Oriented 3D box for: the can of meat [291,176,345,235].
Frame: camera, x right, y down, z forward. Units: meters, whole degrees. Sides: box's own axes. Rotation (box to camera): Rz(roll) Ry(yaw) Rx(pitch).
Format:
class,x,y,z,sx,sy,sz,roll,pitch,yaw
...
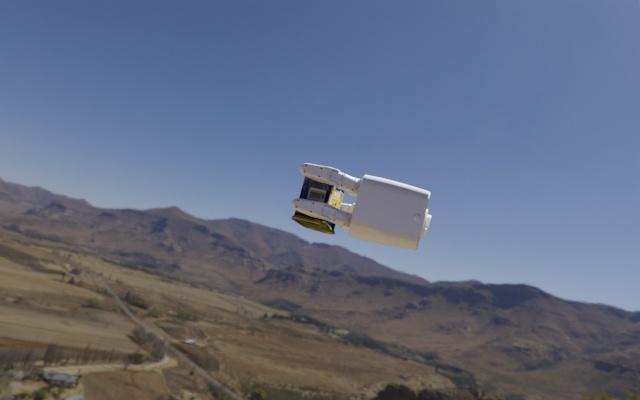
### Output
class,x,y,z,sx,sy,sz,roll,pitch,yaw
can of meat,0.000,0.002,0.765,0.057,0.084,0.102,13,-9,16
